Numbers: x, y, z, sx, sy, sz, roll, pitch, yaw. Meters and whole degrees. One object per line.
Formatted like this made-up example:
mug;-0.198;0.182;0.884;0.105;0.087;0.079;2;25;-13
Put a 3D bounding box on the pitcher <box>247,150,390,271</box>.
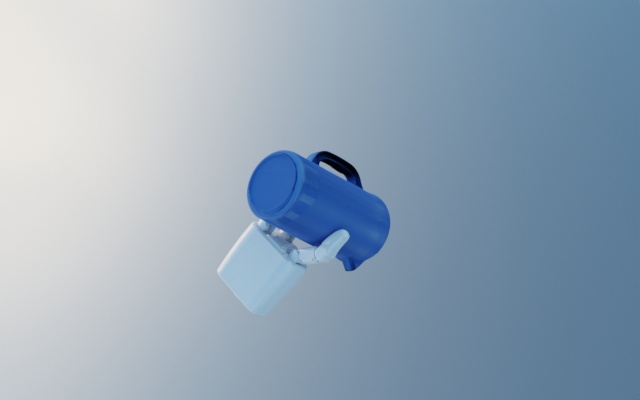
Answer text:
pitcher;0.000;0.003;0.770;0.243;0.145;0.149;29;14;-49
